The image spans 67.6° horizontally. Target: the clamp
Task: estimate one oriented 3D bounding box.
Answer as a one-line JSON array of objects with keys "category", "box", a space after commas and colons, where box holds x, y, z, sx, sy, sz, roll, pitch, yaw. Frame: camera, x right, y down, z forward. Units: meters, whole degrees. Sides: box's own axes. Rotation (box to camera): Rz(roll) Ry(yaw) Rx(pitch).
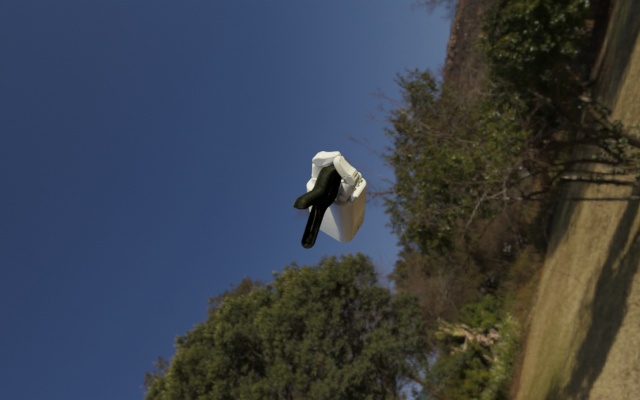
[{"category": "clamp", "box": [0.000, 0.002, 0.873, 0.039, 0.120, 0.171, 21, 44, 18]}]
